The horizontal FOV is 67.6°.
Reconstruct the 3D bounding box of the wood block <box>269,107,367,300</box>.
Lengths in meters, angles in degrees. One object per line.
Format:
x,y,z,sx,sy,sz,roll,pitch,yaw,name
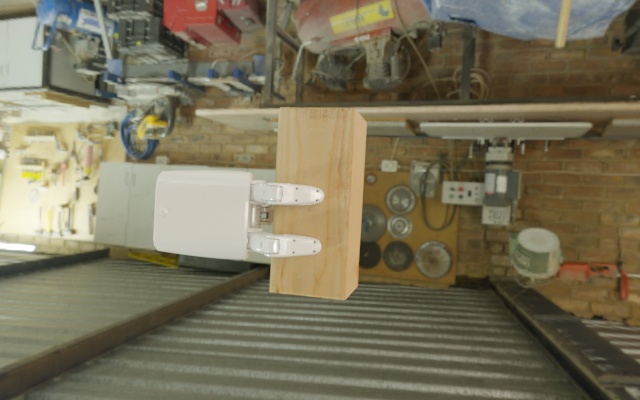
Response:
0.000,0.002,0.562,0.090,0.206,0.091,3,1,13,wood block
